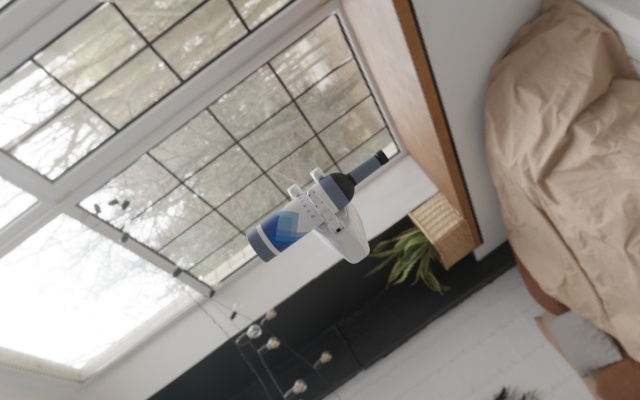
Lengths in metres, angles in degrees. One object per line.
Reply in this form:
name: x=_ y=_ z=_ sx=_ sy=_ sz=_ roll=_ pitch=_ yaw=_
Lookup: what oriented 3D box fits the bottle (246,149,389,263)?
bottle: x=0.000 y=0.003 z=0.885 sx=0.296 sy=0.069 sz=0.069 roll=-36 pitch=-2 yaw=2
